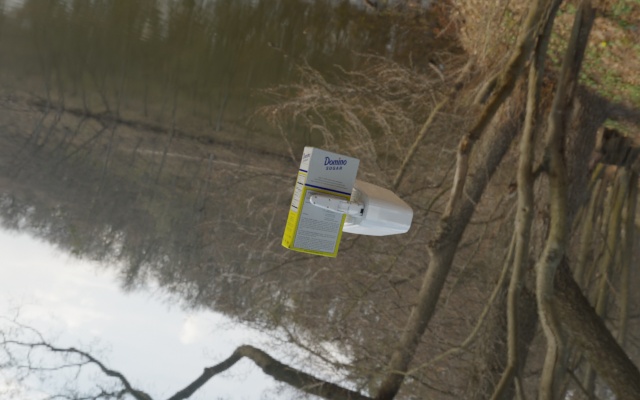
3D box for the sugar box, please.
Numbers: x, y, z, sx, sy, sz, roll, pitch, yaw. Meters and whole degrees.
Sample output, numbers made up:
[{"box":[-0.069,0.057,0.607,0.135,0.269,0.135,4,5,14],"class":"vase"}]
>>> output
[{"box":[0.000,0.003,0.819,0.093,0.176,0.048,13,2,-26],"class":"sugar box"}]
